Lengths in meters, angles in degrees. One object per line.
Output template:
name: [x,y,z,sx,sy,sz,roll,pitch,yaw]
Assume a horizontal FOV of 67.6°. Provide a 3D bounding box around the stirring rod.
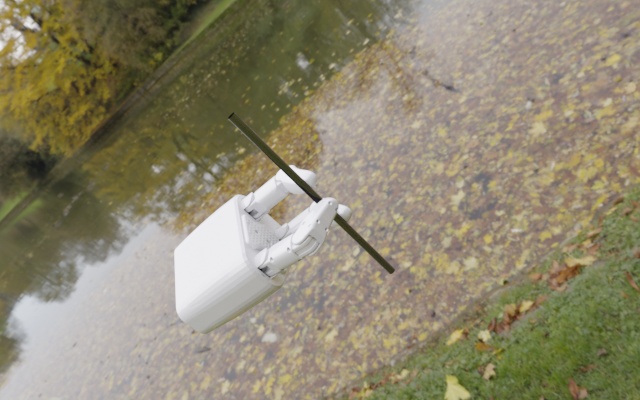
stirring rod: [0.000,0.002,0.467,0.240,0.011,0.011,44,-23,-26]
